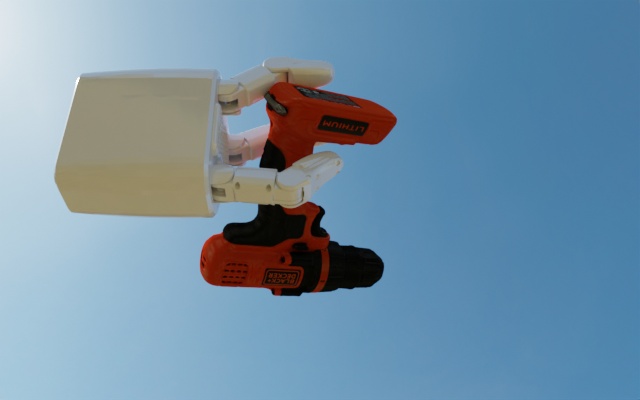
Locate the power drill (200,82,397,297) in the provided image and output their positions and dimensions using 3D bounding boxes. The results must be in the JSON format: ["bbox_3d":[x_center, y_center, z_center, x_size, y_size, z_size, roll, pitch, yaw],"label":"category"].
[{"bbox_3d":[0.000,0.001,0.424,0.184,0.188,0.057,6,23,-28],"label":"power drill"}]
